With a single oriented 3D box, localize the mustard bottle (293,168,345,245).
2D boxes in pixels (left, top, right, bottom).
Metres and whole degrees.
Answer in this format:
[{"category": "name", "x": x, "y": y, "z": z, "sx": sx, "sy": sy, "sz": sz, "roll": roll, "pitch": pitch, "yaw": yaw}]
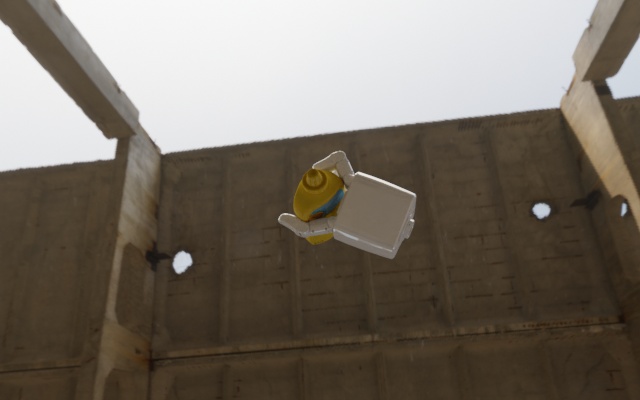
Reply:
[{"category": "mustard bottle", "x": 0.000, "y": 0.003, "z": 0.818, "sx": 0.096, "sy": 0.058, "sz": 0.192, "roll": -38, "pitch": -26, "yaw": -12}]
